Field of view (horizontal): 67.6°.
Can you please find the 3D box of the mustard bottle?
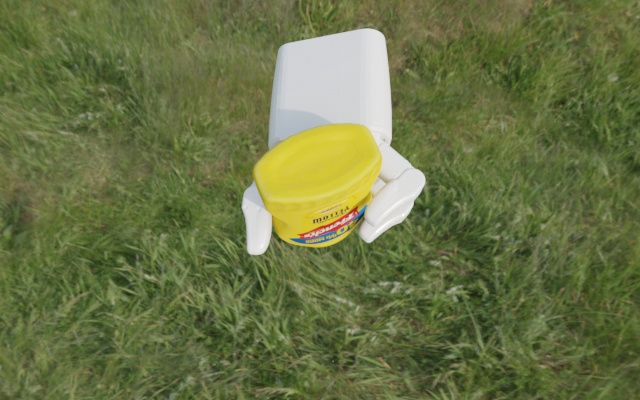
[{"bbox_3d":[0.000,0.002,0.435,0.096,0.058,0.192,-23,-18,-6],"label":"mustard bottle"}]
